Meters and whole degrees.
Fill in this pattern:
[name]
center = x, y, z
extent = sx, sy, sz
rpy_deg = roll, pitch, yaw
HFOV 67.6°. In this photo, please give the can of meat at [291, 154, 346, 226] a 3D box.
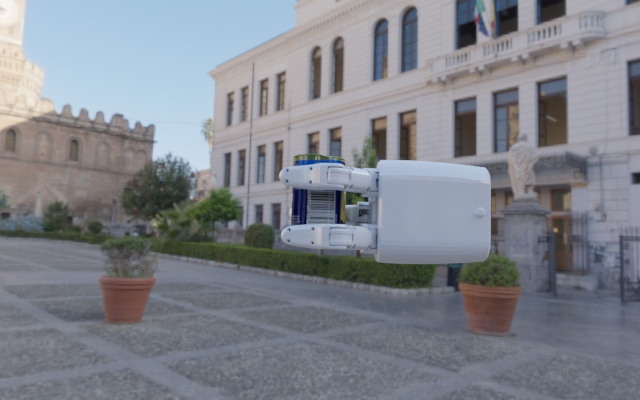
[can of meat]
center = 0.000, 0.001, 0.497
extent = 0.057, 0.084, 0.102
rpy_deg = 2, -5, 4
